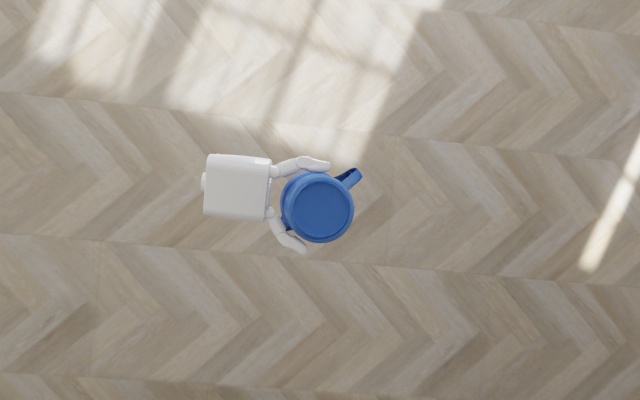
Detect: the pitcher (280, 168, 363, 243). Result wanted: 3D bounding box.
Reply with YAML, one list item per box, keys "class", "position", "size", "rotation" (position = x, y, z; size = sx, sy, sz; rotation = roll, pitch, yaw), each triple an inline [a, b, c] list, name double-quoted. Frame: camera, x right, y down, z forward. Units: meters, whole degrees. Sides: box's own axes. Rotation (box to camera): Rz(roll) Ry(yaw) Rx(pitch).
- class: "pitcher"
  position: [0.000, 0.003, 0.858]
  size: [0.145, 0.149, 0.243]
  rotation: [9, 1, -5]
